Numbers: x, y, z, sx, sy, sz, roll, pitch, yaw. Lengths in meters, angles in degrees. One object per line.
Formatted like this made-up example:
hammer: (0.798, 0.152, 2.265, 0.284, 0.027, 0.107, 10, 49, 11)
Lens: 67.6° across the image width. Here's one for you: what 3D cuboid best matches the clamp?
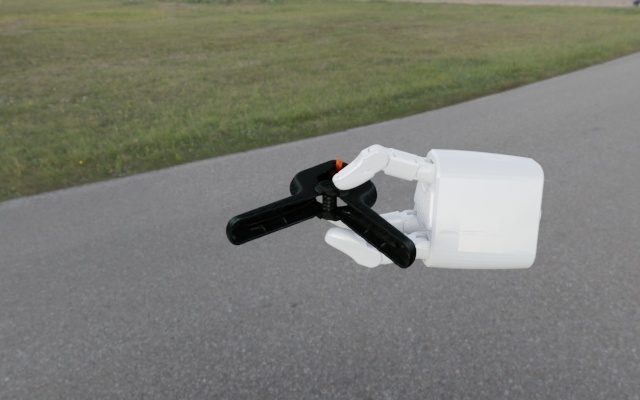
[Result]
clamp: (0.000, 0.001, 0.488, 0.164, 0.036, 0.210, 6, 24, -2)
